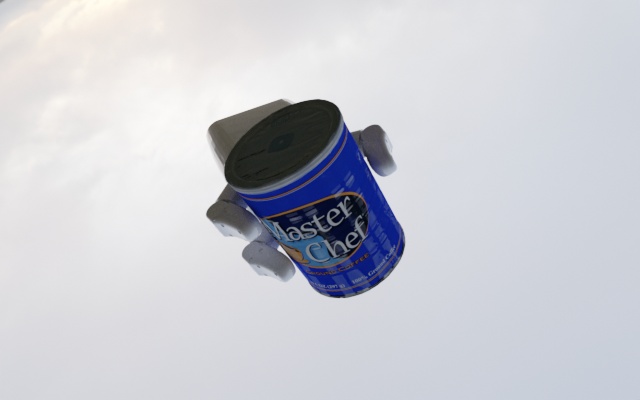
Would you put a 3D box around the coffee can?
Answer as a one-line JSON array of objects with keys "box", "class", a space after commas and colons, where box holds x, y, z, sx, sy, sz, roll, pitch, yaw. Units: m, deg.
[{"box": [0.000, 0.001, 0.406, 0.103, 0.102, 0.140, 0, -43, 37], "class": "coffee can"}]
